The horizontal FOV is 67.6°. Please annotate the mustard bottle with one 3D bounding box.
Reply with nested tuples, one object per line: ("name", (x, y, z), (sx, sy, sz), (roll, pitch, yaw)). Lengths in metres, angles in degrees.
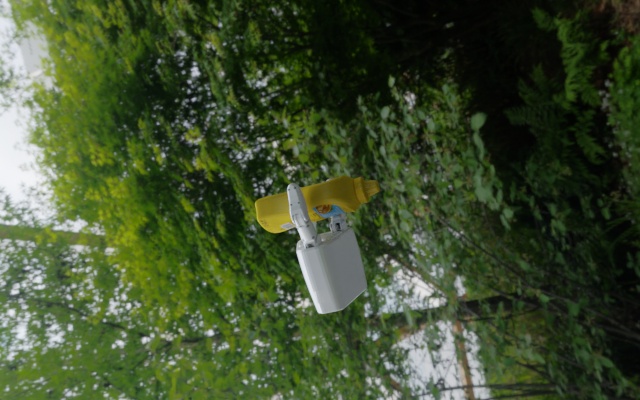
("mustard bottle", (0.000, 0.002, 0.760), (0.191, 0.058, 0.096), (-15, -18, 17))
